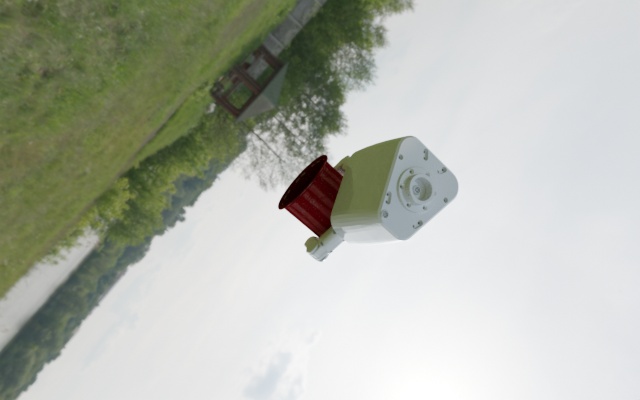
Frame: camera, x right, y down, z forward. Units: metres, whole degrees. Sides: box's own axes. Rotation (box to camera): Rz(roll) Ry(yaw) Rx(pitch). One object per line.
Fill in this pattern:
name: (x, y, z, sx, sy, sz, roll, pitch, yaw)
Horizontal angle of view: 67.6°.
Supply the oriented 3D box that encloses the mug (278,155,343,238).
mug: (0.000, 0.002, 0.637, 0.081, 0.093, 0.117, 42, -19, -15)
